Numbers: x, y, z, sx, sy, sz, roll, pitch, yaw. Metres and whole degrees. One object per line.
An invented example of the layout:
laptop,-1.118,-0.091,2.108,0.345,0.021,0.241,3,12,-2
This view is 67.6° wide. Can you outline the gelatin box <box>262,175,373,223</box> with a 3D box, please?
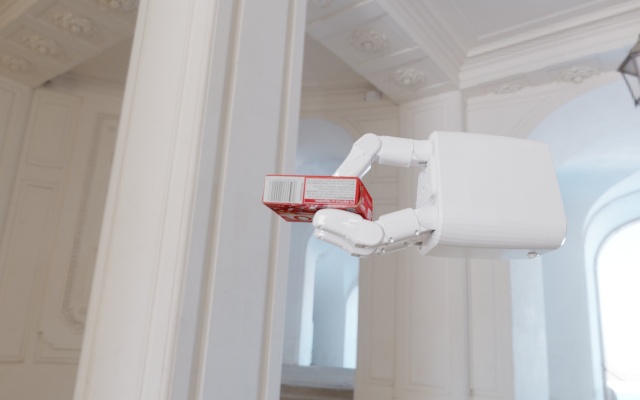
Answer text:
gelatin box,0.000,0.001,0.443,0.089,0.030,0.073,2,-15,15
